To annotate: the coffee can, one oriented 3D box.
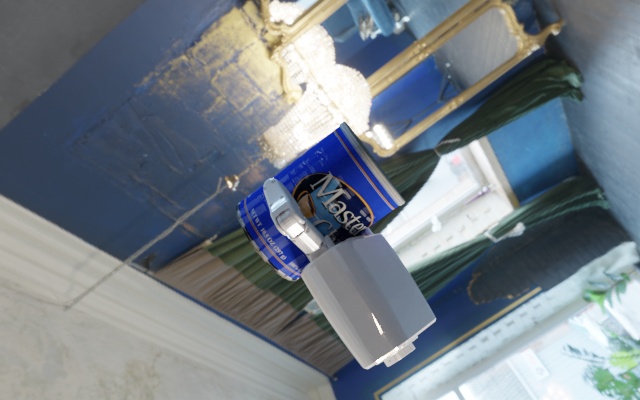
[{"bbox_3d":[0.000,0.001,0.493,0.140,0.103,0.103,-37,-7,9],"label":"coffee can"}]
